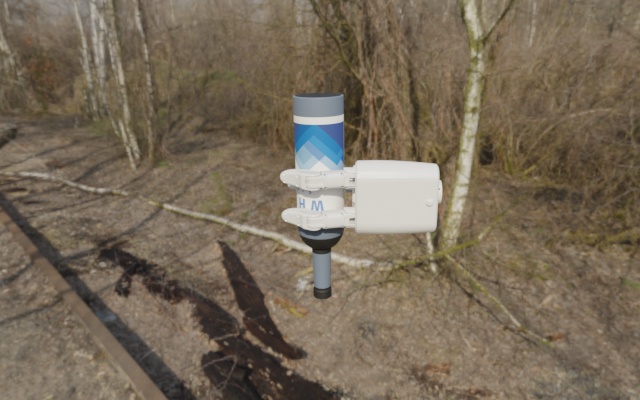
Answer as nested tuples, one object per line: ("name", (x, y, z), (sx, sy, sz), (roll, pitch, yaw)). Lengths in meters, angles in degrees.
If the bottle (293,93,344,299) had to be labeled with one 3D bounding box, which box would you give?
("bottle", (0.000, 0.002, 0.670), (0.069, 0.296, 0.069), (-1, 18, 0))
